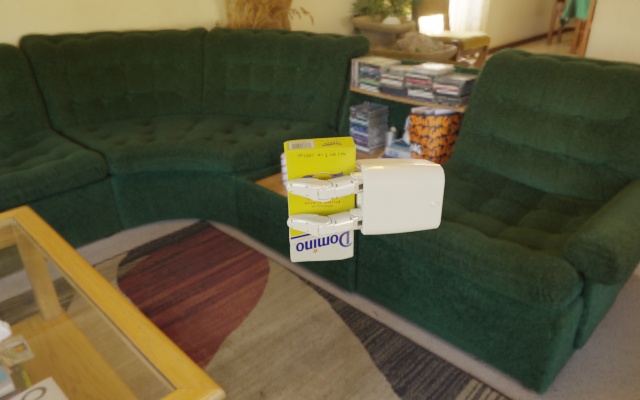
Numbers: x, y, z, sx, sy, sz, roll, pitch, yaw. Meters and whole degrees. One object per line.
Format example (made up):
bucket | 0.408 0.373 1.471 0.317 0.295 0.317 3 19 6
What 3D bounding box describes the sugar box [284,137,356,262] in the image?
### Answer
sugar box | 0.000 0.002 0.666 0.093 0.176 0.048 -4 27 -4
